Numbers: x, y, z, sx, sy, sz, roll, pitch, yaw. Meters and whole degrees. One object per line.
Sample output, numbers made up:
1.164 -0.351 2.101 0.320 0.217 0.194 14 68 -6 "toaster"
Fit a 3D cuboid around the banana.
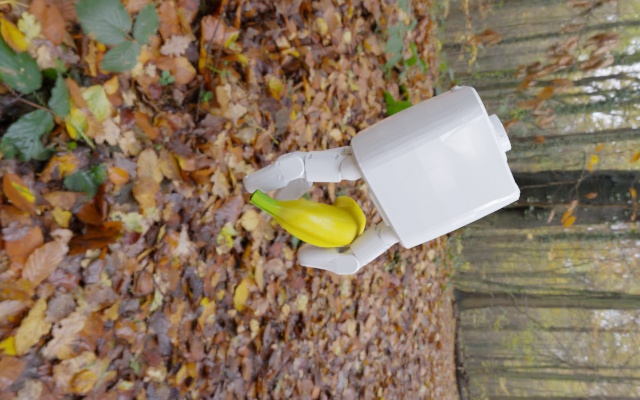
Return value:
0.010 0.015 0.459 0.037 0.069 0.198 -46 -18 14 "banana"
